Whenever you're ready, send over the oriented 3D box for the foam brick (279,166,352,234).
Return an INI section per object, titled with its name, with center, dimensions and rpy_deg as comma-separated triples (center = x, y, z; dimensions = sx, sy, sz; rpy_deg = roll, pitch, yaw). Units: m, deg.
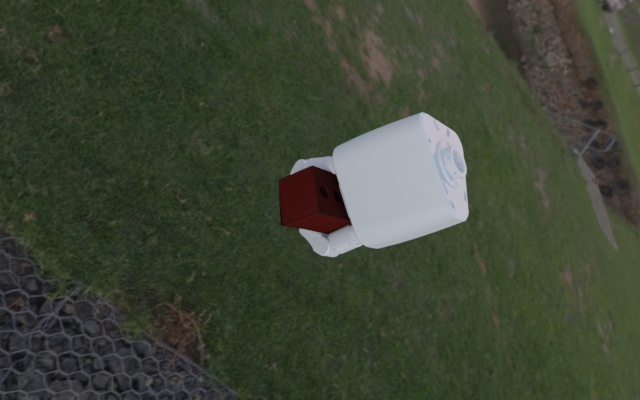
[foam brick]
center = 0.000, 0.002, 0.515
dimensions = 0.051, 0.053, 0.078
rpy_deg = -20, -23, 36
